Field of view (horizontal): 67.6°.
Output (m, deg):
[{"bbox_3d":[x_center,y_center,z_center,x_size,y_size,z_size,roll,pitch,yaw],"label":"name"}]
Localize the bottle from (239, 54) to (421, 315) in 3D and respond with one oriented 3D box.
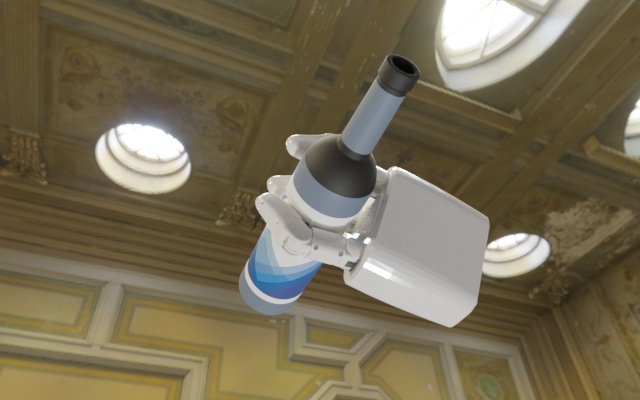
[{"bbox_3d":[0.000,0.002,0.427,0.069,0.069,0.296,0,-40,-31],"label":"bottle"}]
